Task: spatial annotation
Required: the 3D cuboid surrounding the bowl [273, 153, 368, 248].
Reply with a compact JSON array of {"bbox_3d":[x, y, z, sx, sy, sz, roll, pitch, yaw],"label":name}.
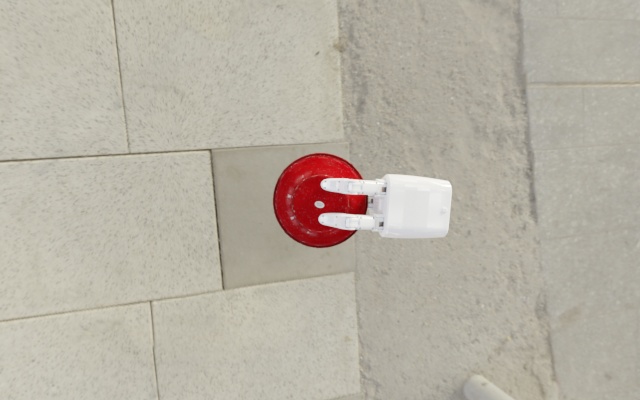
[{"bbox_3d":[-0.001,0.003,0.780,0.162,0.162,0.055,0,5,0],"label":"bowl"}]
